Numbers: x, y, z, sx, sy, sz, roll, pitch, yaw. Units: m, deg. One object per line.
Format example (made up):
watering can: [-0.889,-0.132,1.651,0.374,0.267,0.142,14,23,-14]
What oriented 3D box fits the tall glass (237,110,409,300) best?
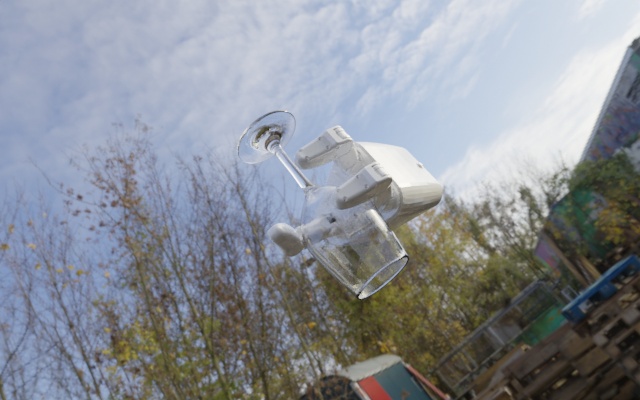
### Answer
tall glass: [0.000,0.001,0.479,0.079,0.201,0.079,-32,-25,-17]
